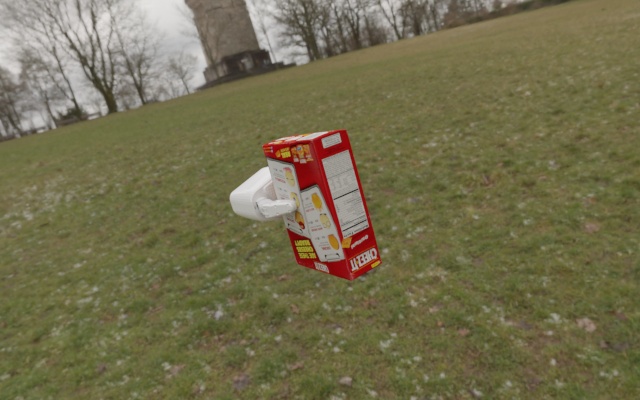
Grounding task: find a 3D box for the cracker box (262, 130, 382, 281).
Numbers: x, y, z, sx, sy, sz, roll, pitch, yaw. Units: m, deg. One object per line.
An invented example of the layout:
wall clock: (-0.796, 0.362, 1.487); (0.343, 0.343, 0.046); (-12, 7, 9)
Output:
cracker box: (0.000, 0.002, 0.744); (0.072, 0.214, 0.164); (-23, 14, -29)
